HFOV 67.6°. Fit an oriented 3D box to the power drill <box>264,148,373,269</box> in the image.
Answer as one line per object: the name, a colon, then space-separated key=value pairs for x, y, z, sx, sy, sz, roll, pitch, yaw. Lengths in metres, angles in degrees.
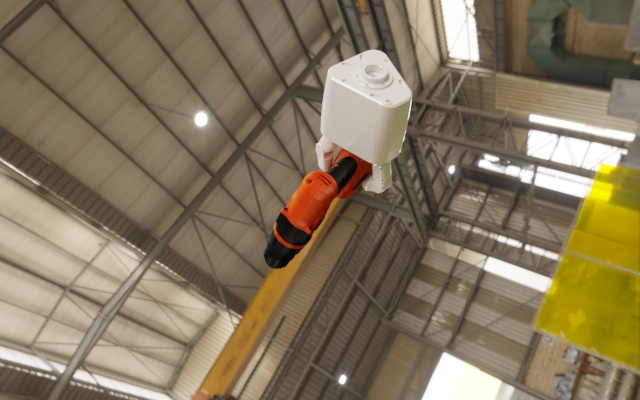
power drill: x=0.000 y=0.002 z=0.689 sx=0.187 sy=0.057 sz=0.184 roll=-47 pitch=-5 yaw=-48
